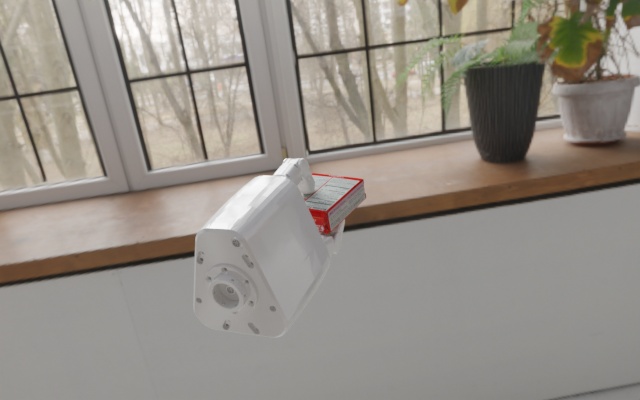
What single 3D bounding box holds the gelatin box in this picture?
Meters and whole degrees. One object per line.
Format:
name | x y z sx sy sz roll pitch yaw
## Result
gelatin box | 0.000 0.001 0.552 0.073 0.030 0.089 8 32 32
